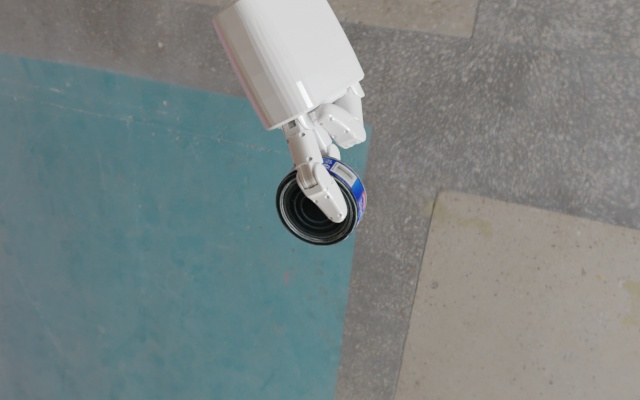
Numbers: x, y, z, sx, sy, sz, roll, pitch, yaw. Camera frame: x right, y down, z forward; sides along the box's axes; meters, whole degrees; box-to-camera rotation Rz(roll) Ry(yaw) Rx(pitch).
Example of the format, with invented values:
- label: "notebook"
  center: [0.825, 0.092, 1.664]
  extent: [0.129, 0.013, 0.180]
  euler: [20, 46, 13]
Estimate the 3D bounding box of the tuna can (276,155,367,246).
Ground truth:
- label: "tuna can"
  center: [0.000, 0.002, 0.468]
  extent: [0.086, 0.086, 0.033]
  euler: [0, 27, 20]
